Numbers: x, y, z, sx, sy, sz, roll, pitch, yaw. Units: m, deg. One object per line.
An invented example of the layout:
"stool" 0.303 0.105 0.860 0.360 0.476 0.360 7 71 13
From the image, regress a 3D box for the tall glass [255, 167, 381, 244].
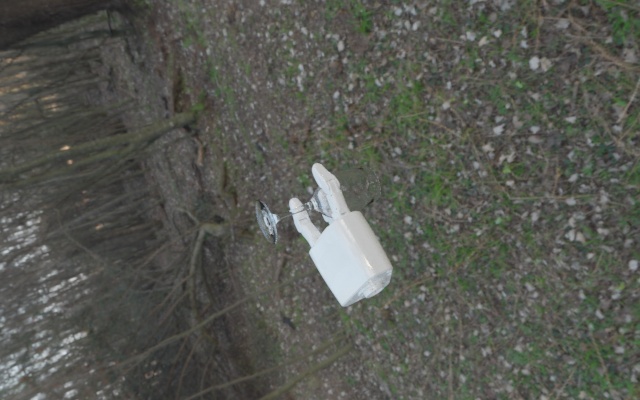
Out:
"tall glass" -0.001 0.003 0.781 0.201 0.079 0.079 -21 8 -24
